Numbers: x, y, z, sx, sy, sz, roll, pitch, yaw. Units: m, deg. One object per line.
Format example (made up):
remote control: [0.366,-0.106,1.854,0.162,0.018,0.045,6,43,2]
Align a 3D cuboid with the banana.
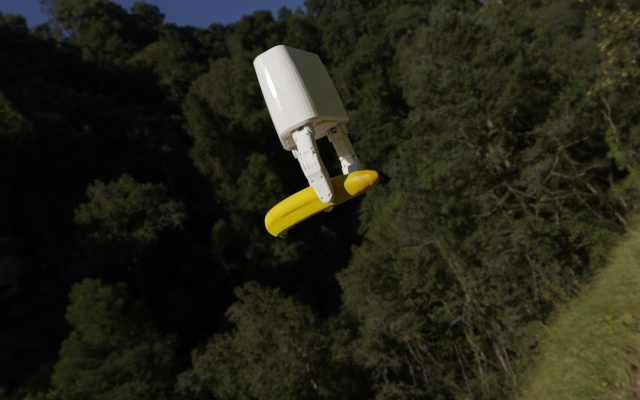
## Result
banana: [-0.014,0.006,0.626,0.198,0.037,0.069,-30,-13,39]
